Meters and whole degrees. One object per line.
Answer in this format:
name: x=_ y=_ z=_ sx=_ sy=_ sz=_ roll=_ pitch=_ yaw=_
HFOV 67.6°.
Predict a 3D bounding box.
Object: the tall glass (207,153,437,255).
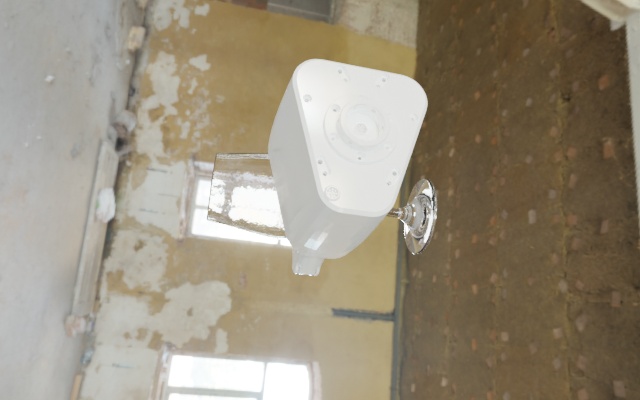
tall glass: x=0.001 y=0.002 z=0.444 sx=0.201 sy=0.079 sz=0.079 roll=8 pitch=-2 yaw=-10
